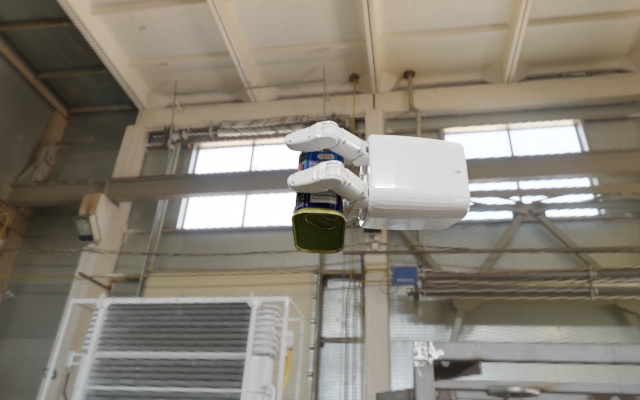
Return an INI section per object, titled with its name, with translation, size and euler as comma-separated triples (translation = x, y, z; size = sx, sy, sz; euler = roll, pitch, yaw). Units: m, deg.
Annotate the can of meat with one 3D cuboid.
[can of meat]
translation = 0.000, 0.002, 0.544
size = 0.057, 0.084, 0.102
euler = 2, -30, 2
